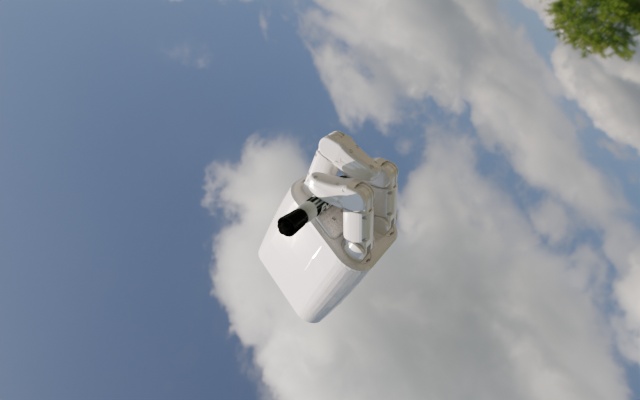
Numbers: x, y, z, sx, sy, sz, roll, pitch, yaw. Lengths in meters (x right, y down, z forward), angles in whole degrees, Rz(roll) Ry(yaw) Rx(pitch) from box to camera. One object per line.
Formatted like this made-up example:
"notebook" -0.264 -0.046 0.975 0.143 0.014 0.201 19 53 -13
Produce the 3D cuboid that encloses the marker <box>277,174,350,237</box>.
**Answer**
"marker" 0.000 0.001 0.437 0.020 0.020 0.121 0 23 35
